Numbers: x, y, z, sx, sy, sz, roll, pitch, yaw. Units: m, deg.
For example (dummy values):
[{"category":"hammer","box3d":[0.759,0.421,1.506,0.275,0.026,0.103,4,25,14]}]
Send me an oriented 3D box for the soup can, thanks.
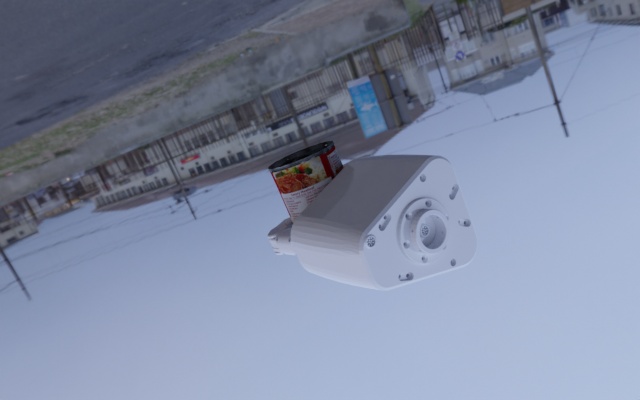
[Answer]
[{"category":"soup can","box3d":[0.000,0.002,0.467,0.068,0.102,0.068,-22,13,5]}]
